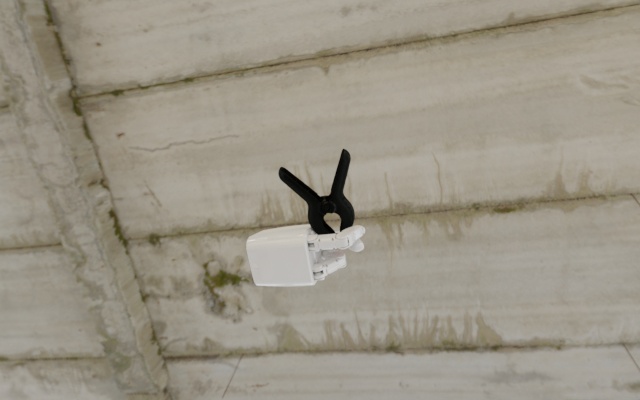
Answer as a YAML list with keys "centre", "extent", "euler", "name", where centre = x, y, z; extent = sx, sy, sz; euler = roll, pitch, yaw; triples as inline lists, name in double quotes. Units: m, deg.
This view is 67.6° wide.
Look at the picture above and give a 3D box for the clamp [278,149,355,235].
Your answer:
- centre: [0.000, 0.003, 0.798]
  extent: [0.120, 0.171, 0.039]
  euler: [-5, 20, 12]
  name: "clamp"
